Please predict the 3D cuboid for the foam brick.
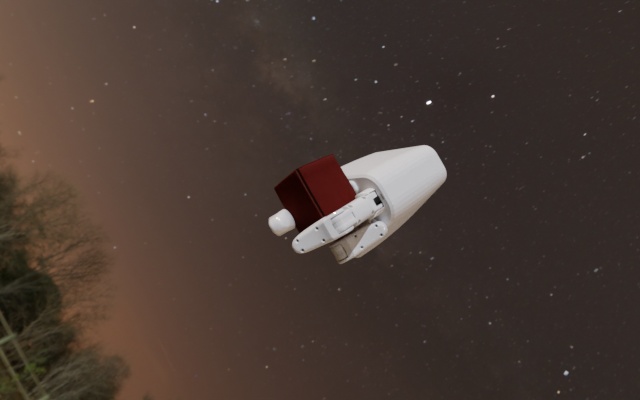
[{"bbox_3d":[0.000,0.001,0.486,0.051,0.078,0.053,-30,0,-36],"label":"foam brick"}]
